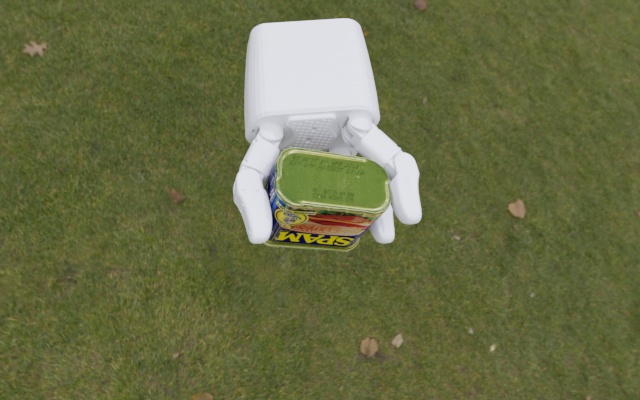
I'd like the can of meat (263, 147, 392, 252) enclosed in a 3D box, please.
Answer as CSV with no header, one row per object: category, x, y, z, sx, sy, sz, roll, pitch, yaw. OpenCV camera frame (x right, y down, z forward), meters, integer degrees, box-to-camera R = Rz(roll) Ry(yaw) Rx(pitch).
can of meat,0.000,0.001,0.411,0.102,0.057,0.084,6,-27,-16
